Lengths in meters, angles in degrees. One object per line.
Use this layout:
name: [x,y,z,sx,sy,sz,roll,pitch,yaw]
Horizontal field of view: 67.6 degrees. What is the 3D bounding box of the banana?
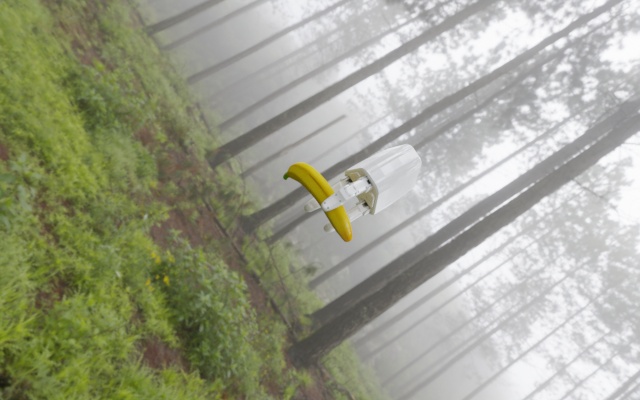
banana: [-0.002,-0.011,0.854,0.037,0.197,0.070,-30,-33,-21]
